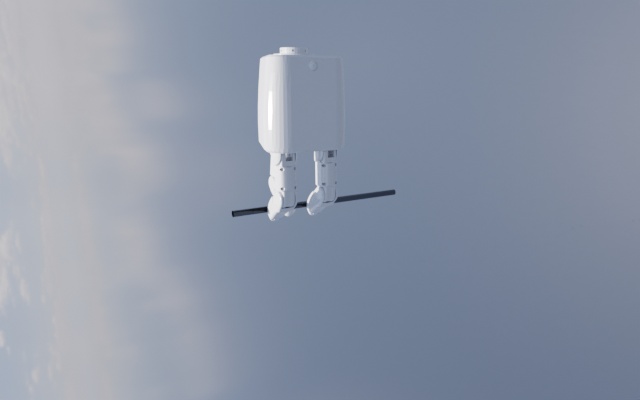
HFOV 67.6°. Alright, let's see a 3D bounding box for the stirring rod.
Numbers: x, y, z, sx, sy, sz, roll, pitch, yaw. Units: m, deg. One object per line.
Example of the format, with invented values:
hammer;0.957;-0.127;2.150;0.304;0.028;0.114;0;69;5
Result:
stirring rod;0.000;0.002;0.628;0.239;0.011;0.011;-8;4;-28
